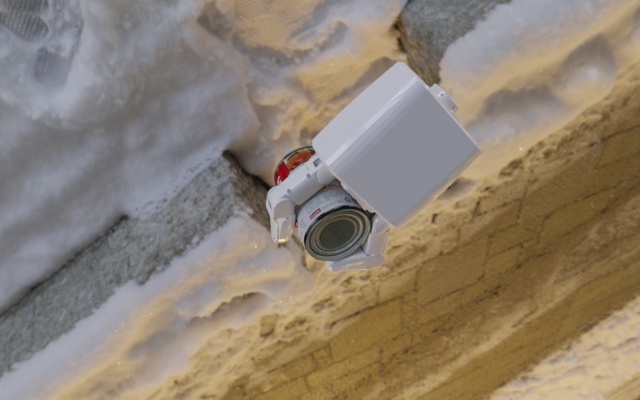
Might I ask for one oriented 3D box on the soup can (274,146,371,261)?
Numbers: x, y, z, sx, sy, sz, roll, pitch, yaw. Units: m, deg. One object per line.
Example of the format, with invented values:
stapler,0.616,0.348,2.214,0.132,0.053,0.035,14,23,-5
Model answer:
soup can,0.000,0.002,0.473,0.068,0.068,0.102,0,38,-26
